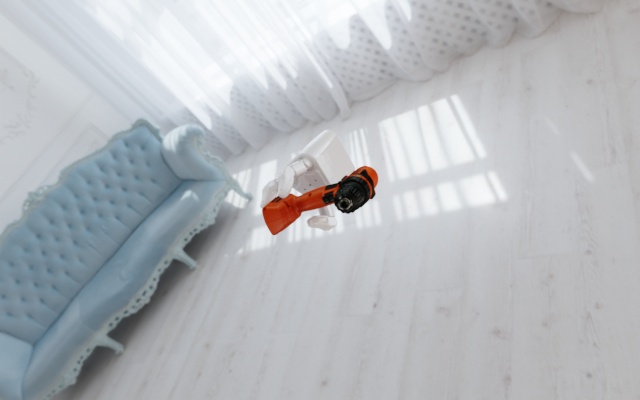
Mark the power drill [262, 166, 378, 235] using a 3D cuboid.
[{"bbox_3d":[0.000,0.003,0.799,0.187,0.057,0.184,-17,8,20],"label":"power drill"}]
